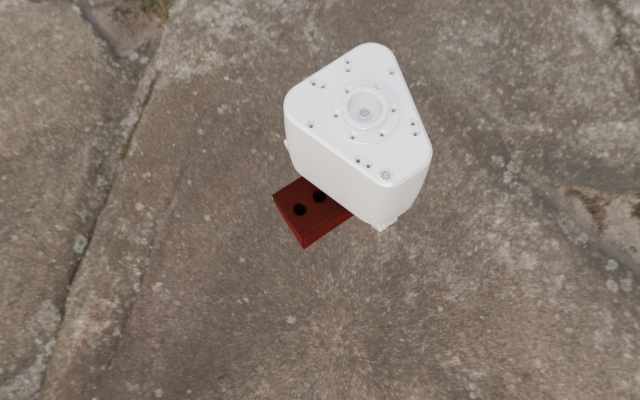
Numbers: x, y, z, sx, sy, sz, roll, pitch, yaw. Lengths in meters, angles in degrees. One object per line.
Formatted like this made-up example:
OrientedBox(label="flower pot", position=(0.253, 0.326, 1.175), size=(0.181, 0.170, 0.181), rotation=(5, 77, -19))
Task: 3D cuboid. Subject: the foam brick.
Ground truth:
OrientedBox(label="foam brick", position=(0.000, 0.002, 0.464), size=(0.078, 0.053, 0.051), rotation=(-34, -13, -7))
